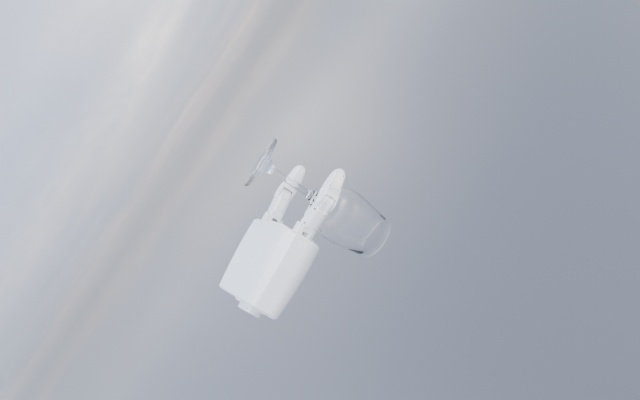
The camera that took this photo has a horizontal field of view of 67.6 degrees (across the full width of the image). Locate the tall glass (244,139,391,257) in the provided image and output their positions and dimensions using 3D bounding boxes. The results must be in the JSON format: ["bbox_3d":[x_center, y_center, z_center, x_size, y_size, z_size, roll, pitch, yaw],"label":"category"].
[{"bbox_3d":[0.000,0.002,0.654,0.201,0.079,0.079,33,-10,-16],"label":"tall glass"}]
